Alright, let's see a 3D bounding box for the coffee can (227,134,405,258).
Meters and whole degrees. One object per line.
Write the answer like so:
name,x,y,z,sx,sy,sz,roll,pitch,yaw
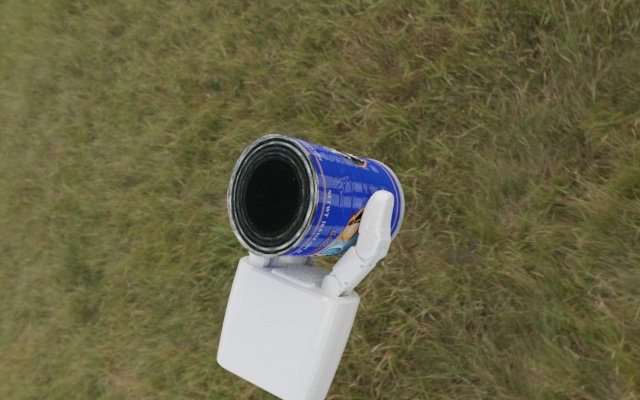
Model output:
coffee can,0.000,0.001,0.446,0.103,0.103,0.140,0,-5,38
